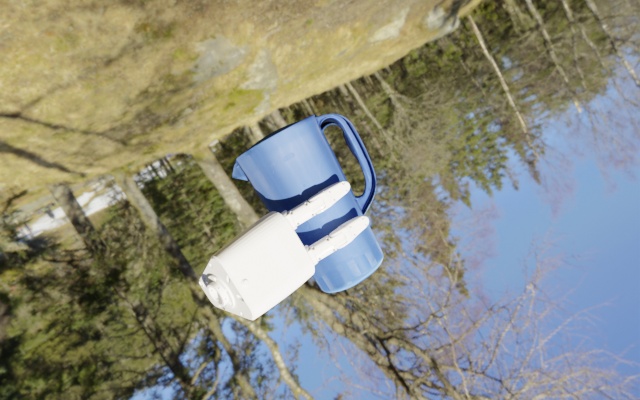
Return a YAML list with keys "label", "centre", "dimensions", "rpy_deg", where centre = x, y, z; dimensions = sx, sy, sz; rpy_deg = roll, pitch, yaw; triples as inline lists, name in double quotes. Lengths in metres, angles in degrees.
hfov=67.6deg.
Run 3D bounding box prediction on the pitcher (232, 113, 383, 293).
- label: "pitcher"
  centre: [0.000, 0.002, 0.696]
  dimensions: [0.145, 0.243, 0.149]
  rpy_deg: [-36, 9, -37]
